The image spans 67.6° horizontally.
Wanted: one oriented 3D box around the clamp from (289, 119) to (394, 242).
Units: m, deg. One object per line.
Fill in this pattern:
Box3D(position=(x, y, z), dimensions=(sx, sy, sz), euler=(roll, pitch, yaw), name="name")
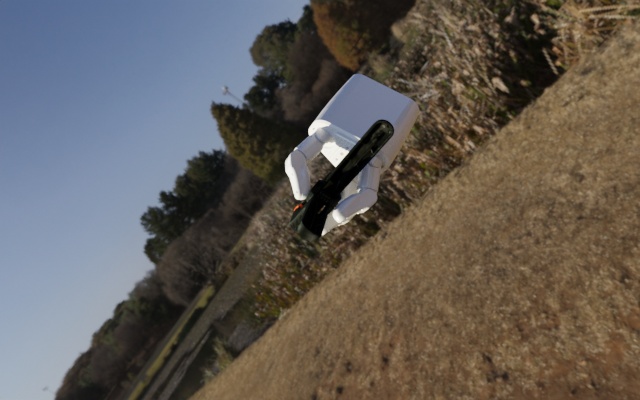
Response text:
Box3D(position=(-0.001, 0.001, 0.580), dimensions=(0.036, 0.164, 0.210), euler=(39, -28, -5), name="clamp")
